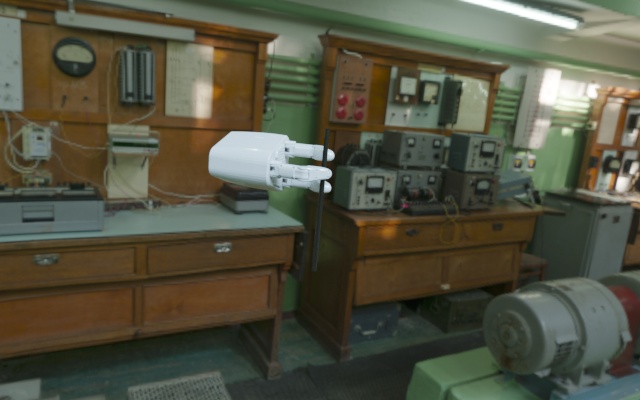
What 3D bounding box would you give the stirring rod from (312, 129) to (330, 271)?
[{"bbox_3d":[0.000,0.003,0.790,0.011,0.239,0.011,5,12,-1],"label":"stirring rod"}]
